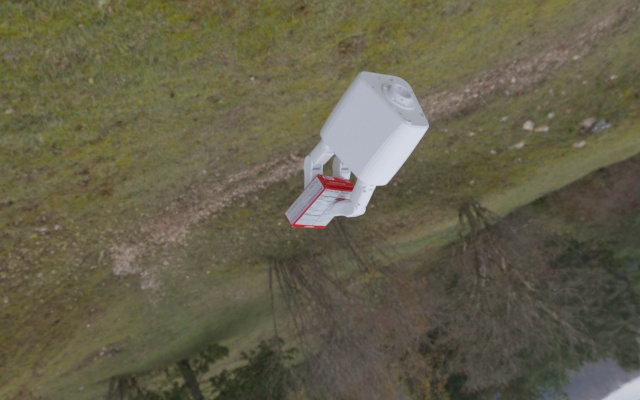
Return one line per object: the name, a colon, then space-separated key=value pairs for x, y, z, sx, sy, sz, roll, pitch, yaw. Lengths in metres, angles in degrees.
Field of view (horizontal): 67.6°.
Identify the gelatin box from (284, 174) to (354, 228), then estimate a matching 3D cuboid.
gelatin box: x=0.000 y=0.003 z=0.711 sx=0.073 sy=0.030 sz=0.089 roll=6 pitch=-47 yaw=-49
